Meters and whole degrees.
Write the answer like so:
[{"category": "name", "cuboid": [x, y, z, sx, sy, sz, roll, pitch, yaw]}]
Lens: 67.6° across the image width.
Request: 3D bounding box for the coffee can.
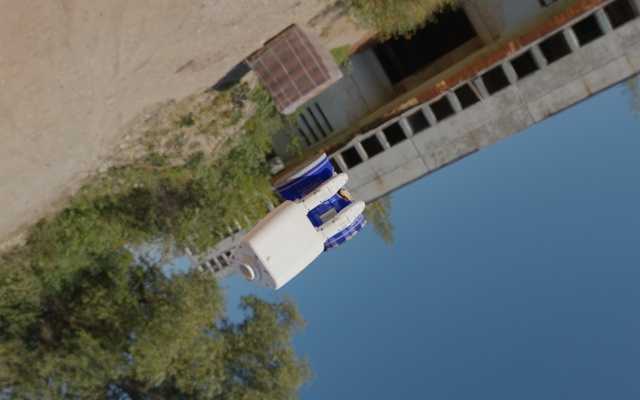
[{"category": "coffee can", "cuboid": [0.000, 0.002, 0.824, 0.103, 0.140, 0.102, -32, 10, 6]}]
